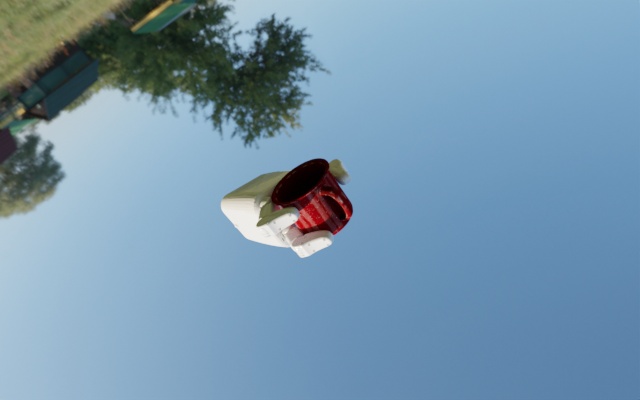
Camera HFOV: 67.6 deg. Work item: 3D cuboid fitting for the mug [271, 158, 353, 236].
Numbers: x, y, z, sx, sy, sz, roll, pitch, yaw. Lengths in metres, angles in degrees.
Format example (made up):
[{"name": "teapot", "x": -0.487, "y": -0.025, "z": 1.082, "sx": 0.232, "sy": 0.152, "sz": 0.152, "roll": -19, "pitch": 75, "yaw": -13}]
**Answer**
[{"name": "mug", "x": 0.001, "y": 0.002, "z": 0.654, "sx": 0.117, "sy": 0.081, "sz": 0.093, "roll": 3, "pitch": 47, "yaw": 50}]
